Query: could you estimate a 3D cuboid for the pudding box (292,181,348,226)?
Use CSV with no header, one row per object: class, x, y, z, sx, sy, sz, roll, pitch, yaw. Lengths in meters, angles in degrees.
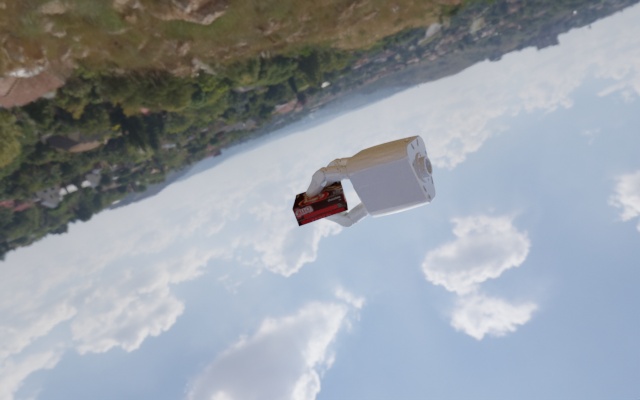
pudding box,0.000,0.003,0.842,0.090,0.039,0.113,-18,10,4
